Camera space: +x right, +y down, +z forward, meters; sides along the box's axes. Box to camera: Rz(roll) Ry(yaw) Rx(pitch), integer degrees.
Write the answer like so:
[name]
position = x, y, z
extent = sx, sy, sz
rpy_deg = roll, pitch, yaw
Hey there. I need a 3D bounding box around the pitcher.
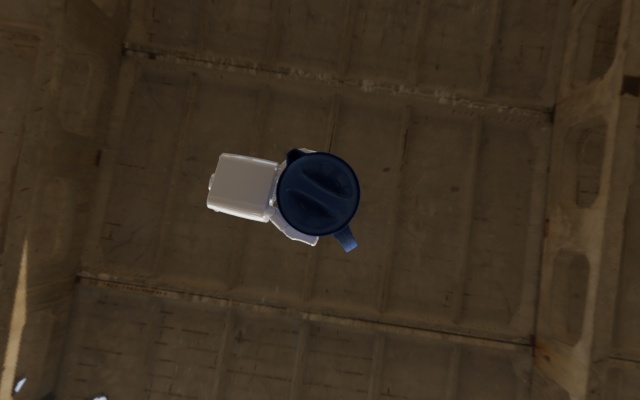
[pitcher]
position = 0.000, 0.003, 0.858
extent = 0.145, 0.149, 0.243
rpy_deg = 11, -2, 0
